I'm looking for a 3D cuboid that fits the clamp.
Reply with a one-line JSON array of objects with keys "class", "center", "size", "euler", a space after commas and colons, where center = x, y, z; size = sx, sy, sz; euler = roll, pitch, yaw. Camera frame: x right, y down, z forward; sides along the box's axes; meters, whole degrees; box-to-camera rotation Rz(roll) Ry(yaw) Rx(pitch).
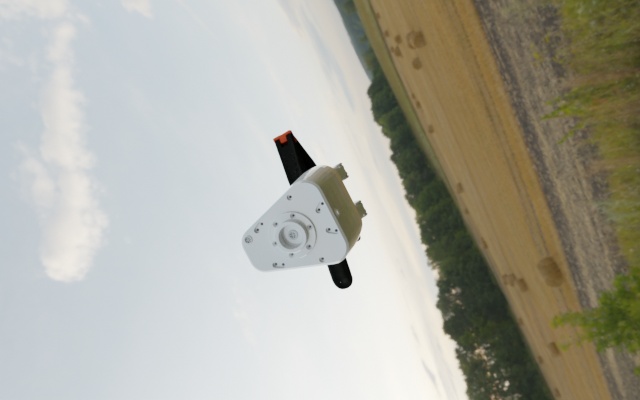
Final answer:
[{"class": "clamp", "center": [-0.001, 0.002, 0.656], "size": [0.036, 0.210, 0.164], "euler": [-26, 5, 14]}]
